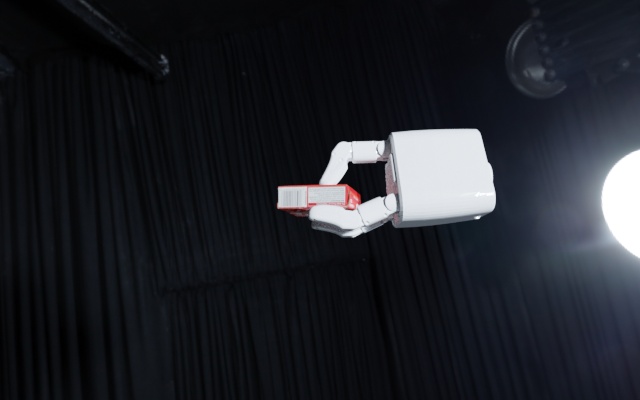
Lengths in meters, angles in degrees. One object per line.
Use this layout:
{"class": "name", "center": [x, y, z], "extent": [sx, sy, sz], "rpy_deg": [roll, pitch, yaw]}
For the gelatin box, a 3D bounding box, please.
{"class": "gelatin box", "center": [0.000, 0.001, 0.589], "extent": [0.089, 0.030, 0.073], "rpy_deg": [-1, -9, 15]}
